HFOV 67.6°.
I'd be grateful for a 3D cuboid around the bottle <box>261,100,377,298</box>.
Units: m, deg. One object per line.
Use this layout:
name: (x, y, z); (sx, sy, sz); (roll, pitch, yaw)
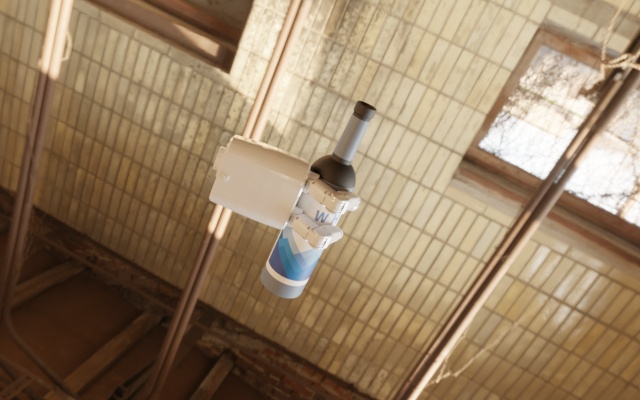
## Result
bottle: (0.000, 0.002, 0.658); (0.069, 0.296, 0.069); (22, 23, -10)
